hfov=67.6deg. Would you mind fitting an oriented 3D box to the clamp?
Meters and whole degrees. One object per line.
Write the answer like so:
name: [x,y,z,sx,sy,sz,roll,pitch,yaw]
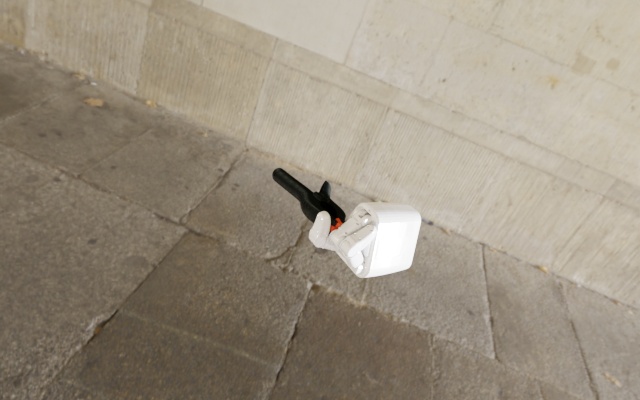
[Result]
clamp: [0.000,0.002,0.814,0.120,0.039,0.171,2,36,-39]
